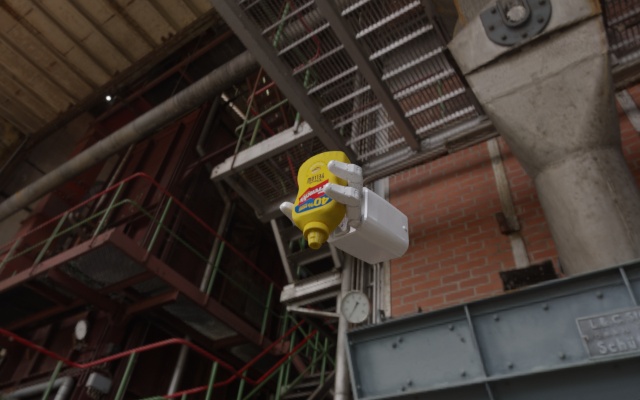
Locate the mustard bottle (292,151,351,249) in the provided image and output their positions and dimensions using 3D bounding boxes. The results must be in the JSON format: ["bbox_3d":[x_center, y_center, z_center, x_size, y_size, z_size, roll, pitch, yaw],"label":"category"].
[{"bbox_3d":[0.000,0.002,0.801,0.096,0.191,0.058,-17,-49,23],"label":"mustard bottle"}]
